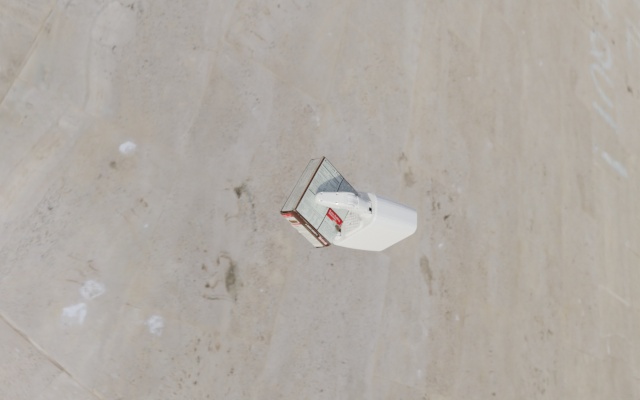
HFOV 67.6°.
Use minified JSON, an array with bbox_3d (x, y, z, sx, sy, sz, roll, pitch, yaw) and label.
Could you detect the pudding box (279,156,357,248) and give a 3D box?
[{"bbox_3d":[0.000,0.002,0.736,0.039,0.113,0.090,-13,-50,46],"label":"pudding box"}]
